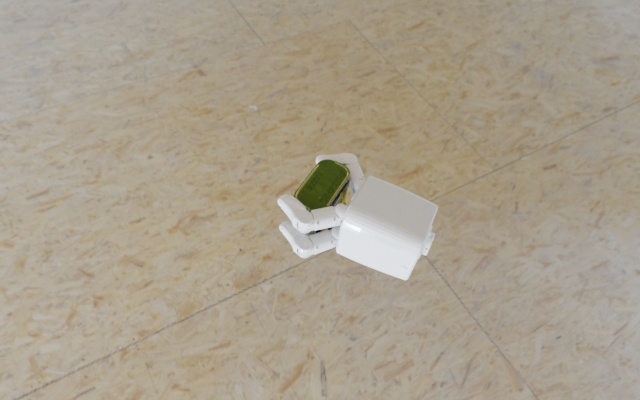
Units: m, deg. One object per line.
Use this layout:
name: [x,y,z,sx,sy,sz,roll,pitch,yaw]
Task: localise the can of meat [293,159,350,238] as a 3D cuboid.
can of meat: [0.000,0.002,0.684,0.057,0.102,0.084,26,-34,13]
